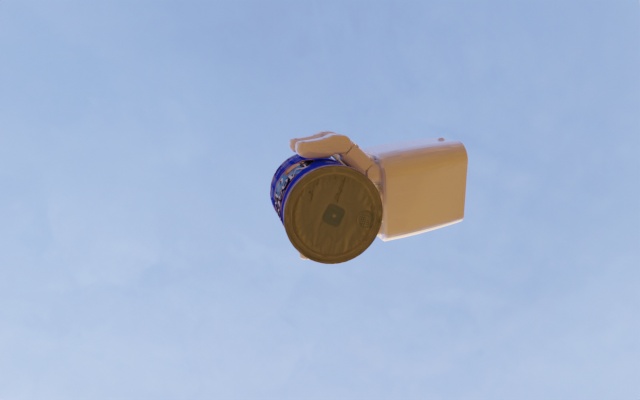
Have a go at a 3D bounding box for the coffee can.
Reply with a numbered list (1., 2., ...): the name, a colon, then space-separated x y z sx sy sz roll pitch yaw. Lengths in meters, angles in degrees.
1. coffee can: 0.000 0.002 0.544 0.103 0.103 0.140 0 12 -12
